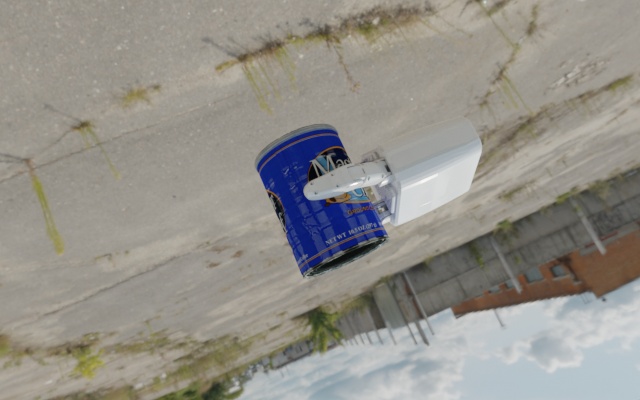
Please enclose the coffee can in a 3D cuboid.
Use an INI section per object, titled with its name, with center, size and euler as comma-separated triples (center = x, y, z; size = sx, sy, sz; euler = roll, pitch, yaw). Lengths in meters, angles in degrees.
[coffee can]
center = 0.000, 0.002, 0.530
size = 0.103, 0.140, 0.103
euler = -23, -14, -6
